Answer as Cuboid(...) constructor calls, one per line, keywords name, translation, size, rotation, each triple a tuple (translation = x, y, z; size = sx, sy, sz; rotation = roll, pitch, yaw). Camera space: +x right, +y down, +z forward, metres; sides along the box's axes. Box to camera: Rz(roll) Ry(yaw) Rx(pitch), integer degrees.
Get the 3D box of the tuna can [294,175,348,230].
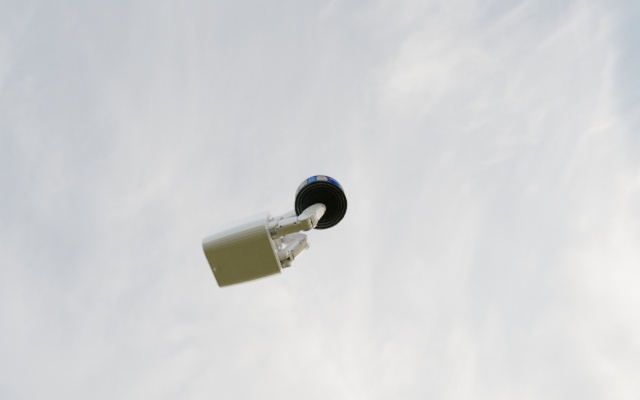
Cuboid(name="tuna can", translation=(0.000, 0.002, 0.778), size=(0.086, 0.086, 0.033), rotation=(0, 23, -3))
